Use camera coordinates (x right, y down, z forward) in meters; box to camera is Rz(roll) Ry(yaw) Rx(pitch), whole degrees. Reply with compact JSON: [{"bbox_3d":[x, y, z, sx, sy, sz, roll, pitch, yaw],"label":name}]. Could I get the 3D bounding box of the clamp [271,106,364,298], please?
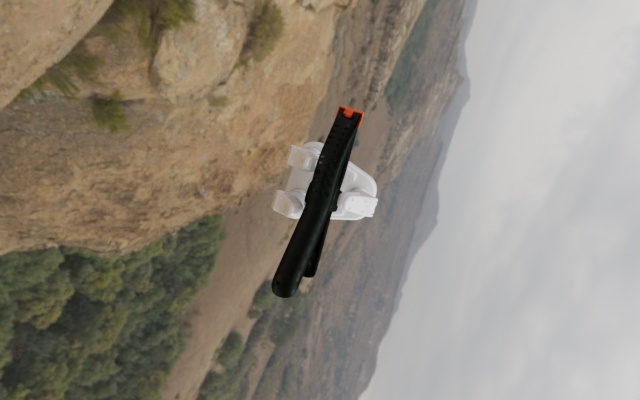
[{"bbox_3d":[0.001,0.001,0.509,0.036,0.210,0.164,18,7,6],"label":"clamp"}]
